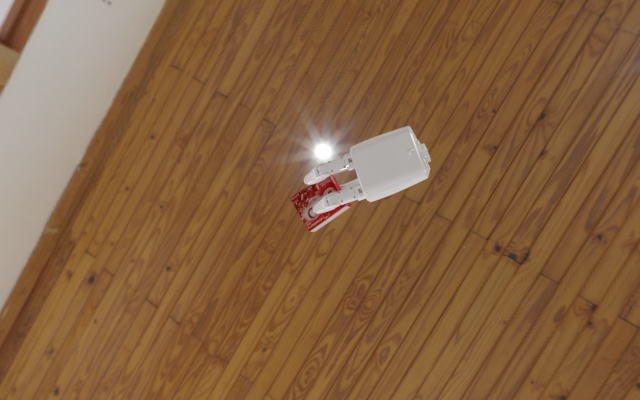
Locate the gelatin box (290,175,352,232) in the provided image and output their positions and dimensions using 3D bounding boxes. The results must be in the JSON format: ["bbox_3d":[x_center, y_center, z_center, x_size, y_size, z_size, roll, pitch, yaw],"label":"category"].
[{"bbox_3d":[0.000,0.003,0.851,0.089,0.073,0.030,-36,-16,18],"label":"gelatin box"}]
